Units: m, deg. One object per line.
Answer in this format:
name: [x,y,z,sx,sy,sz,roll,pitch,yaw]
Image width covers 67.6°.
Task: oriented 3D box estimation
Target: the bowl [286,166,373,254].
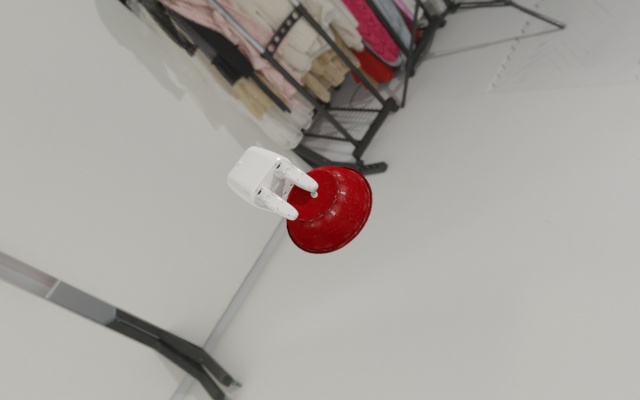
bowl: [0.001,0.003,0.772,0.162,0.162,0.055,0,-26,32]
